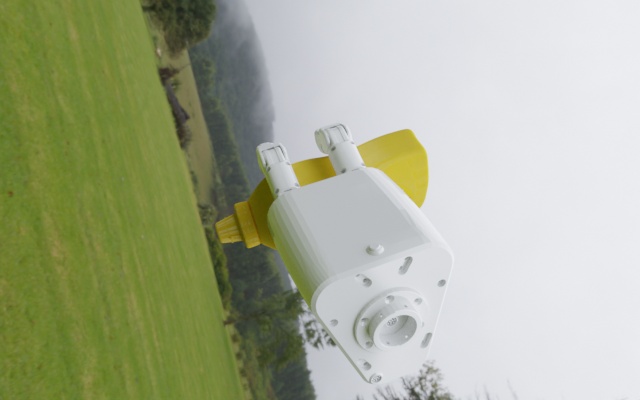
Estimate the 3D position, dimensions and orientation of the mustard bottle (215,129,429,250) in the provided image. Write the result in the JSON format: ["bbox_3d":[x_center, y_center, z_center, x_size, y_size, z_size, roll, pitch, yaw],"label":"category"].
[{"bbox_3d":[0.000,0.001,0.434,0.191,0.058,0.096,-18,-34,-10],"label":"mustard bottle"}]
